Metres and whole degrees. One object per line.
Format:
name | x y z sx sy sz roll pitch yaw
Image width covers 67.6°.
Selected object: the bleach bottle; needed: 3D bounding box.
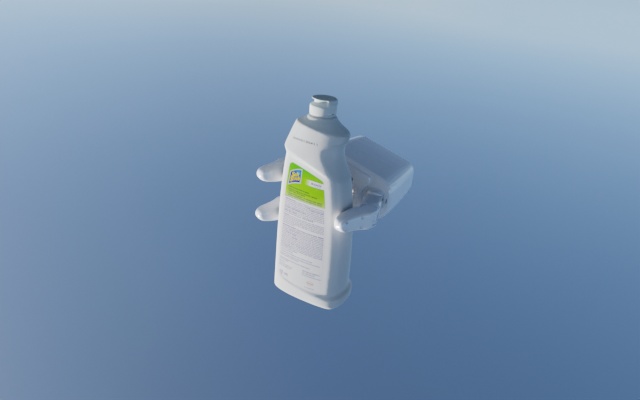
bleach bottle | 0.000 0.002 0.577 0.102 0.251 0.068 18 27 24
